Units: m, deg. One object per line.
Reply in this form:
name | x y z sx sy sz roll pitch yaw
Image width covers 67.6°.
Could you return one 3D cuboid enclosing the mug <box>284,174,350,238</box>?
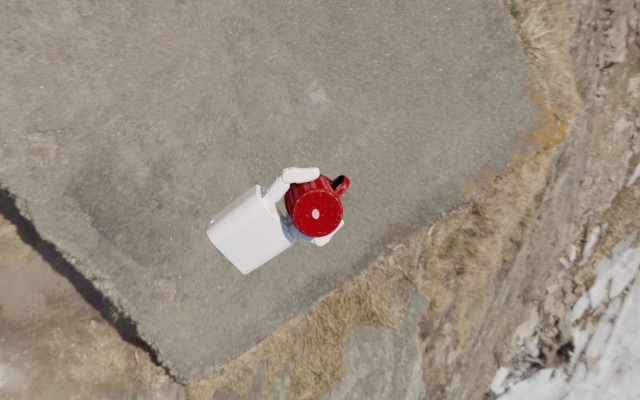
mug | 0.001 0.002 0.767 0.117 0.093 0.081 -37 18 4
